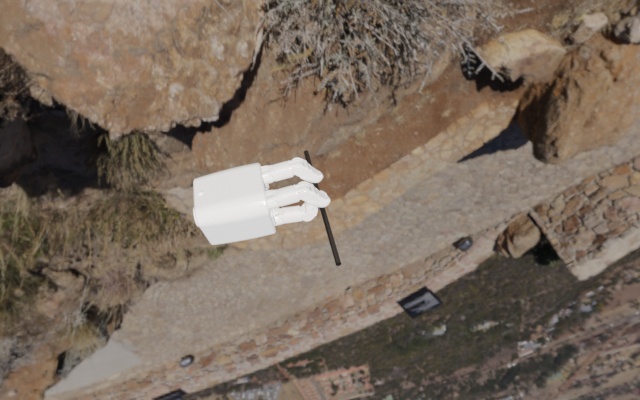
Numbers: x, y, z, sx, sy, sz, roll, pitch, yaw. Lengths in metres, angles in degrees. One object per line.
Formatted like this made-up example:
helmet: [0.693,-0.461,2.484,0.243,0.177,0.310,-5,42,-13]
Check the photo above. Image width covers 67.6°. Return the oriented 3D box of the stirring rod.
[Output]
stirring rod: [0.000,0.002,0.739,0.011,0.239,0.011,-9,-43,-8]
